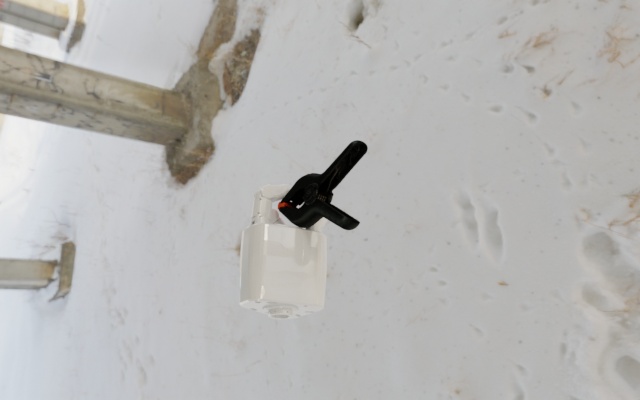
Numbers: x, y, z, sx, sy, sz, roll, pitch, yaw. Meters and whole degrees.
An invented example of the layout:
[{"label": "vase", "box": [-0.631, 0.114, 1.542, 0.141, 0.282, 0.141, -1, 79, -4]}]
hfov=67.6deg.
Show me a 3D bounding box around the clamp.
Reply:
[{"label": "clamp", "box": [0.000, 0.002, 0.643, 0.039, 0.120, 0.171, 27, -37, -28]}]
